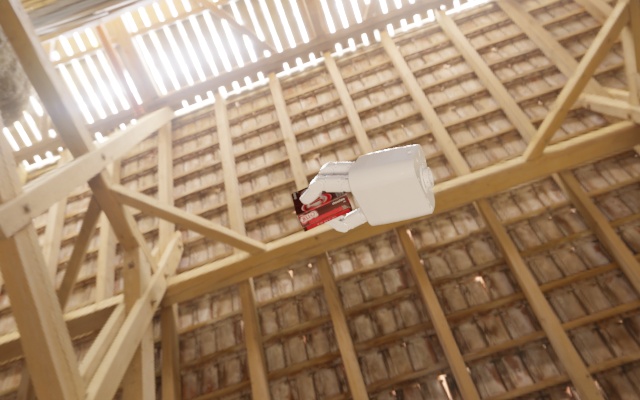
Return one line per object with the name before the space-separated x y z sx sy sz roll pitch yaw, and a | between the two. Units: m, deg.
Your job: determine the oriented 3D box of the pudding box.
pudding box | 0.000 0.003 0.828 0.090 0.039 0.113 -23 19 0
